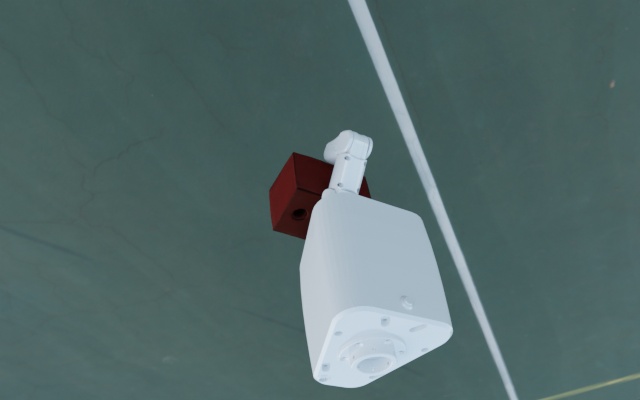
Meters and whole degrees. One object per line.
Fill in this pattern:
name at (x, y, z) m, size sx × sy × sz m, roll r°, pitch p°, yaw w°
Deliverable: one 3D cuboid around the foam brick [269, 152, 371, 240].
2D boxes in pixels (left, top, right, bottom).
foam brick at (0.000, 0.001, 0.425) m, size 0.078 × 0.051 × 0.053 m, roll 17°, pitch -51°, yaw -22°
